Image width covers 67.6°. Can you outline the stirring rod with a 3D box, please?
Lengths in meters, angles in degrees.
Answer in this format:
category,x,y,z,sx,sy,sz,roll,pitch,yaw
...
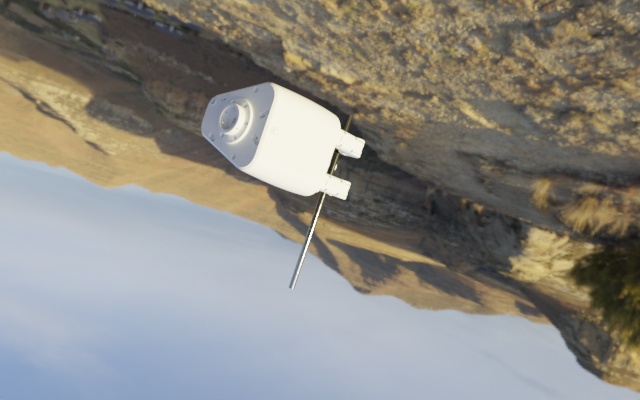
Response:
category,x,y,z,sx,sy,sz,roll,pitch,yaw
stirring rod,0.000,0.002,0.630,0.011,0.239,0.011,19,0,0
